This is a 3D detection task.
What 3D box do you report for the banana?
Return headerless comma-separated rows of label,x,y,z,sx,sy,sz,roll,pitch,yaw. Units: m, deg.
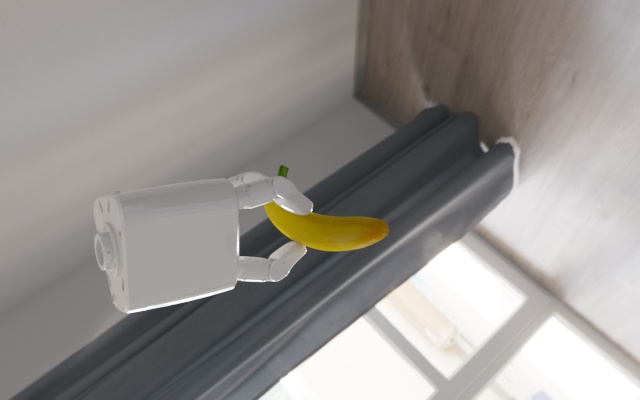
banana,-0.011,0.017,0.534,0.037,0.069,0.197,25,4,-46
